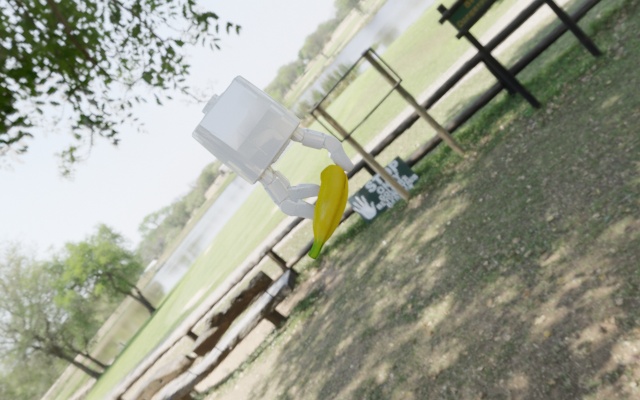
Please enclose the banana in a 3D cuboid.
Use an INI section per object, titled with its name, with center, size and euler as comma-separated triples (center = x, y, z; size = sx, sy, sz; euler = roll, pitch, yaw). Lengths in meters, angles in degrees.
[banana]
center = 0.011, -0.008, 0.640
size = 0.037, 0.070, 0.197
euler = 35, 30, -13
